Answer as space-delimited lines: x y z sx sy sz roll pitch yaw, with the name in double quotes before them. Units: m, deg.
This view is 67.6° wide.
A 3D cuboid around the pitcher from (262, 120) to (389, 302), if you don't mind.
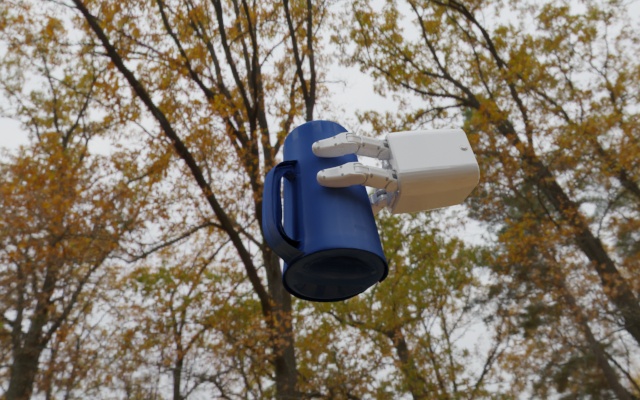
"pitcher" 0.000 0.002 0.652 0.145 0.242 0.149 -7 -38 -1
